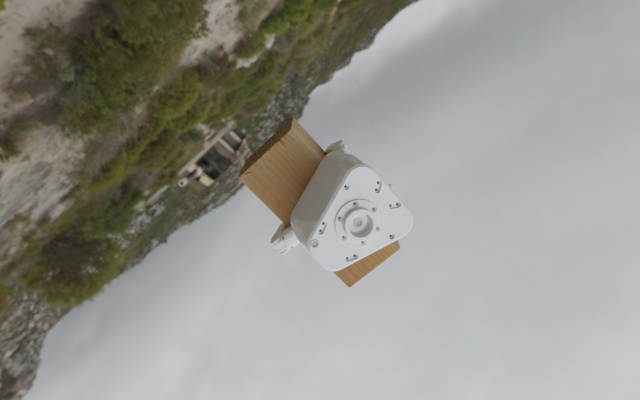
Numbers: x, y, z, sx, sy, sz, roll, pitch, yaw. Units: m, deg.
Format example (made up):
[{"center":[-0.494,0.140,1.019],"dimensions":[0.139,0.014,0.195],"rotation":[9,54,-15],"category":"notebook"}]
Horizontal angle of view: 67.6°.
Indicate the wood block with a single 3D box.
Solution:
[{"center":[0.000,0.002,0.630],"dimensions":[0.091,0.206,0.090],"rotation":[-40,16,12],"category":"wood block"}]
